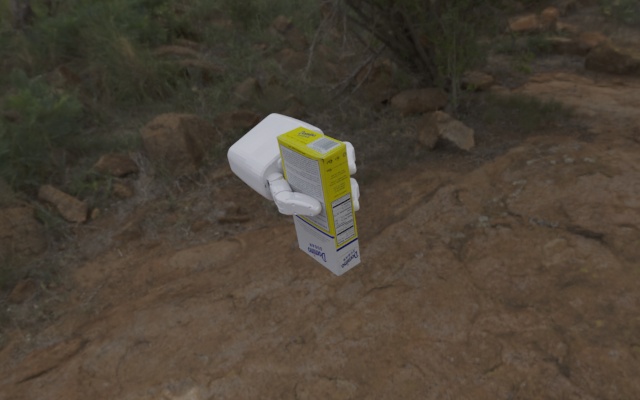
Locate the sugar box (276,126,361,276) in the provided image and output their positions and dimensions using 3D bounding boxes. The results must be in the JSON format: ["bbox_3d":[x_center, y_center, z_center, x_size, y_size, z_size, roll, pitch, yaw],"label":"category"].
[{"bbox_3d":[0.000,0.002,0.611,0.048,0.176,0.093,-30,38,-26],"label":"sugar box"}]
